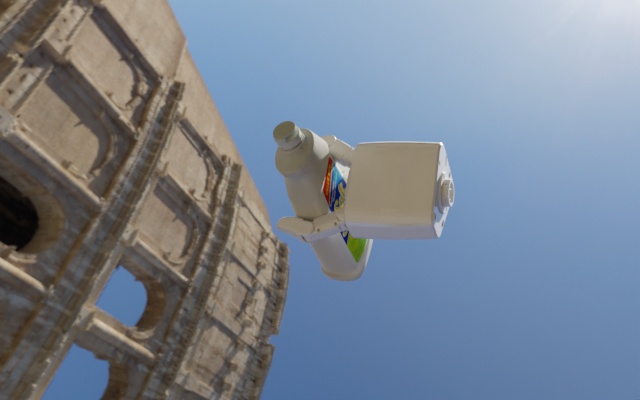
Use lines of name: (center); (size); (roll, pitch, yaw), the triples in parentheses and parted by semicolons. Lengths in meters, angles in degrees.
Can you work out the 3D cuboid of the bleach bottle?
bleach bottle: (0.000, 0.002, 0.625); (0.068, 0.102, 0.251); (2, -36, 28)
